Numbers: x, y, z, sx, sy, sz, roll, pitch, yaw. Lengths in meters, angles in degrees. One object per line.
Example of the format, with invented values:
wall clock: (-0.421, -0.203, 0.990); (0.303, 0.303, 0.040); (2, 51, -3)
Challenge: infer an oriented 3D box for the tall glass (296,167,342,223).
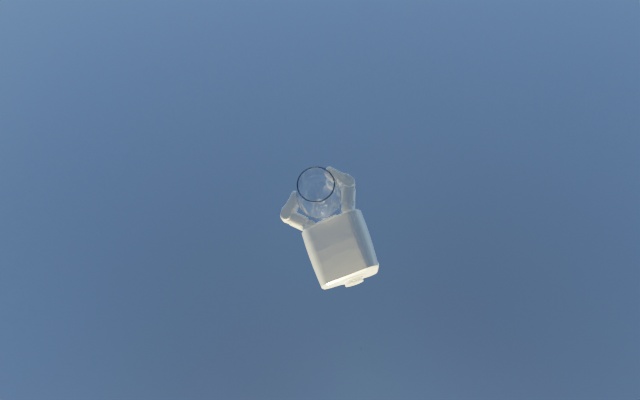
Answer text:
tall glass: (0.000, 0.003, 0.860); (0.079, 0.079, 0.201); (0, -17, 5)
